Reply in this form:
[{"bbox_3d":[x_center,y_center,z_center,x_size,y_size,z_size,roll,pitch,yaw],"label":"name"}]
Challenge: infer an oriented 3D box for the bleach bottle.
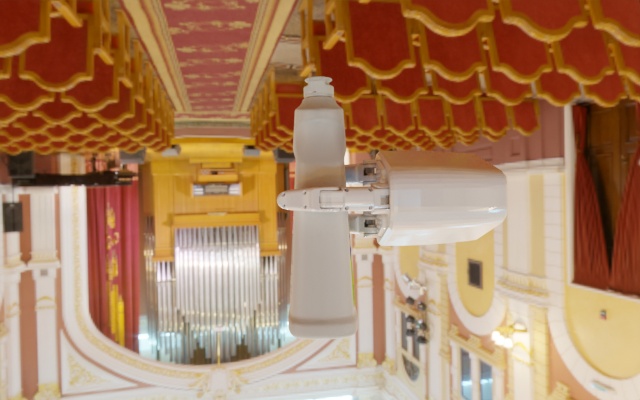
[{"bbox_3d":[0.000,0.002,0.482,0.068,0.251,0.102,-1,1,-1],"label":"bleach bottle"}]
